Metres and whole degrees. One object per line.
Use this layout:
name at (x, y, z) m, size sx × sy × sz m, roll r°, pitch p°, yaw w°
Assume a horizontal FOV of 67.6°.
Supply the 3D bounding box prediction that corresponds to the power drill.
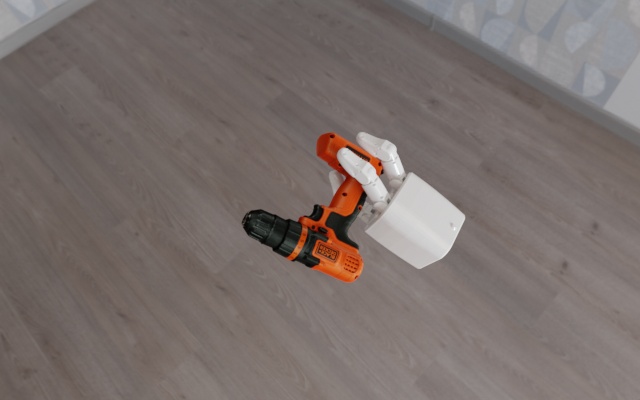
power drill at (0.001, 0.002, 0.678) m, size 0.184 × 0.187 × 0.057 m, roll 28°, pitch -16°, yaw -21°
